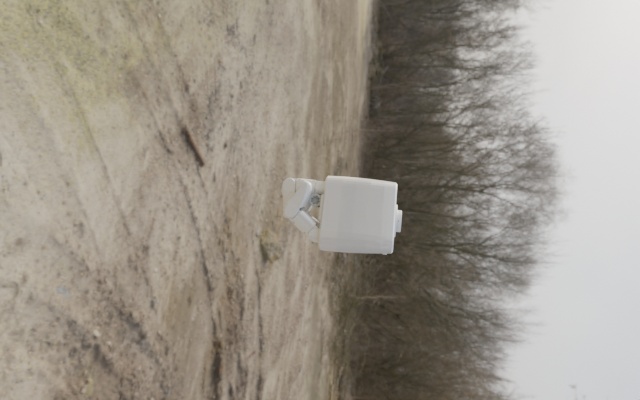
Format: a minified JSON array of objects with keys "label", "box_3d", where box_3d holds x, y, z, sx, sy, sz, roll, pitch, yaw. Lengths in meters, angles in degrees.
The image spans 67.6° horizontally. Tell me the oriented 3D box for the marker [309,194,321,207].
[{"label":"marker","box_3d":[0.000,0.002,0.754,0.020,0.020,0.121,0,-3,7]}]
